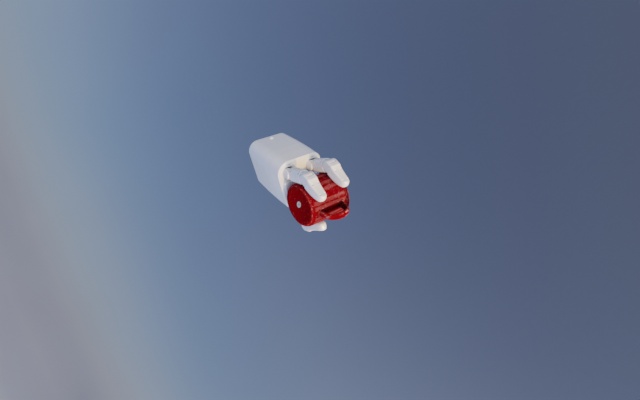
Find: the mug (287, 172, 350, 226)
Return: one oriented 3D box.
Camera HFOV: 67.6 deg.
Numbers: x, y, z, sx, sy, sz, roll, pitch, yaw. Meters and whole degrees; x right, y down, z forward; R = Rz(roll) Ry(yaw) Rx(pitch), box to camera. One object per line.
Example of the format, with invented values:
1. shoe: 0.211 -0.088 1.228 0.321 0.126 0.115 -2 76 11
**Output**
1. mug: 0.001 0.004 0.866 0.081 0.093 0.117 -23 43 -33
